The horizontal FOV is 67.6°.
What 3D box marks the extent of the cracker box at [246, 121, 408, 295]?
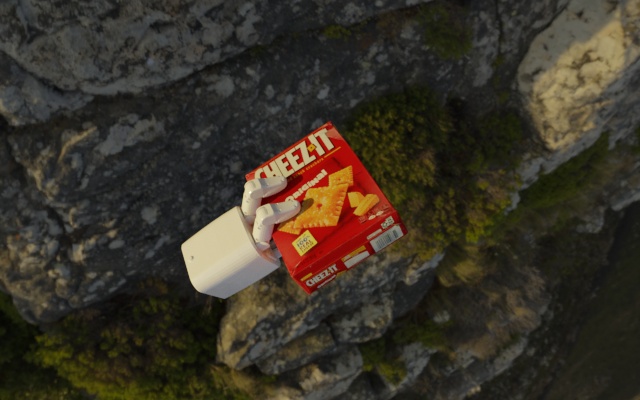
[{"bbox_3d":[0.000,0.002,0.698,0.164,0.213,0.072,-32,-40,2],"label":"cracker box"}]
